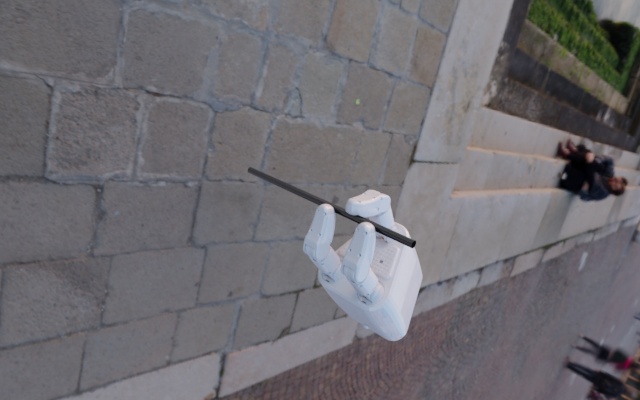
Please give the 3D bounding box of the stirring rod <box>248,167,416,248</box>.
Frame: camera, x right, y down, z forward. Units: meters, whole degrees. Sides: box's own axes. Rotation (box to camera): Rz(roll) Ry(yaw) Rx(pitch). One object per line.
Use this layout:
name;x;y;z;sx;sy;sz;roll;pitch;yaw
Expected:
stirring rod;0.000;0.002;0.520;0.239;0.011;0.011;24;15;37
